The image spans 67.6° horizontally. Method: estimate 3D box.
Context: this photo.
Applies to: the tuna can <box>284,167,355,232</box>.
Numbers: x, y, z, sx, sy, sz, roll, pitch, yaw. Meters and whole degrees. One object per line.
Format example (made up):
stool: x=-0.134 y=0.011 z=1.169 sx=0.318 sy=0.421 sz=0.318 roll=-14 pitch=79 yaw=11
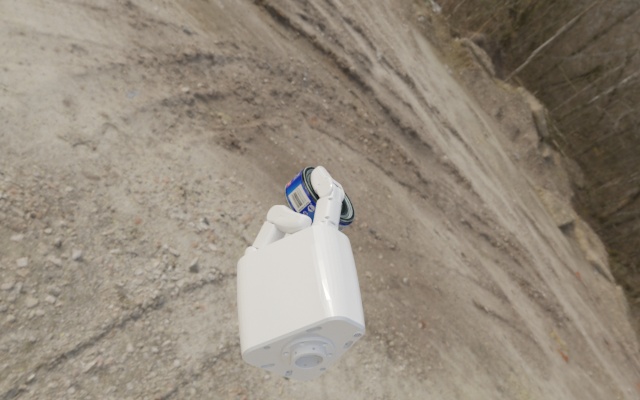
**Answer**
tuna can: x=0.000 y=0.001 z=0.561 sx=0.034 sy=0.086 sz=0.086 roll=-42 pitch=-20 yaw=24
